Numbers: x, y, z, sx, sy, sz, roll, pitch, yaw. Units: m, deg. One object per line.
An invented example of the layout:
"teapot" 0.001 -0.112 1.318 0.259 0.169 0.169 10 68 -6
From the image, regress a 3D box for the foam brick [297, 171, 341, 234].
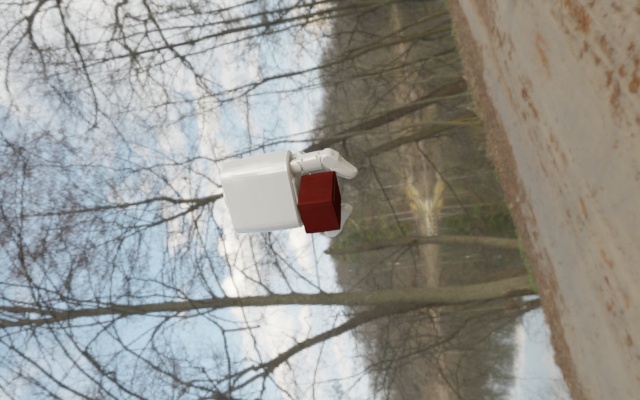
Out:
"foam brick" 0.000 0.002 0.681 0.051 0.053 0.078 -8 35 9
